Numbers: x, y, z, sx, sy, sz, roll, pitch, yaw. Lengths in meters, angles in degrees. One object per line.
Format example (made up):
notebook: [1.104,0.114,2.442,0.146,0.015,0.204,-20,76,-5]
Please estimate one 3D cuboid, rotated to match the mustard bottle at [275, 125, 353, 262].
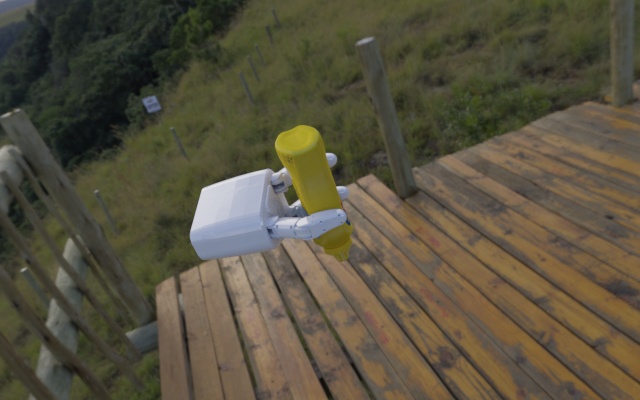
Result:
mustard bottle: [0.000,0.002,0.629,0.058,0.192,0.096,-24,27,-6]
